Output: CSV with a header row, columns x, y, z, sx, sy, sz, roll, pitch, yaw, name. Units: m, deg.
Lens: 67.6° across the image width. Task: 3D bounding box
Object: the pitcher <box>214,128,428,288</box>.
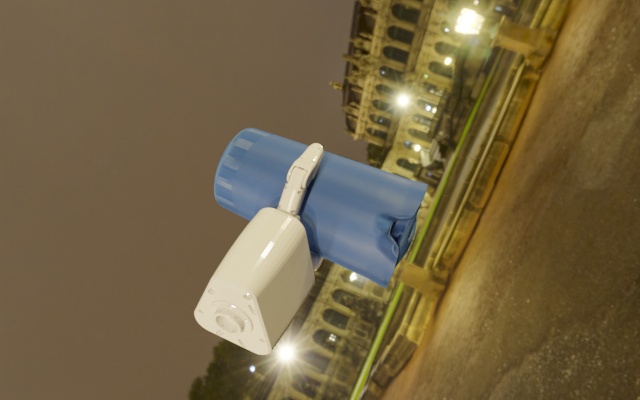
x,y,z,sx,sy,sz,roll,pitch,yaw,name
0.000,0.002,0.597,0.243,0.149,0.145,23,44,10,pitcher
